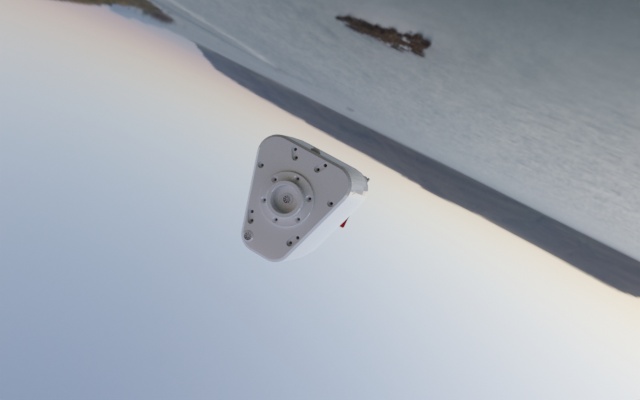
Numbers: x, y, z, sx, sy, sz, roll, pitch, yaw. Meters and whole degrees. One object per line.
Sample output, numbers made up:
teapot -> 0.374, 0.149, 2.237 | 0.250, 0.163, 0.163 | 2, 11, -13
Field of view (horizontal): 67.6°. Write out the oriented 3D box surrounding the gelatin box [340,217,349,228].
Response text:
gelatin box -> 0.000, 0.002, 0.600 | 0.073, 0.030, 0.089 | 28, 0, -3
